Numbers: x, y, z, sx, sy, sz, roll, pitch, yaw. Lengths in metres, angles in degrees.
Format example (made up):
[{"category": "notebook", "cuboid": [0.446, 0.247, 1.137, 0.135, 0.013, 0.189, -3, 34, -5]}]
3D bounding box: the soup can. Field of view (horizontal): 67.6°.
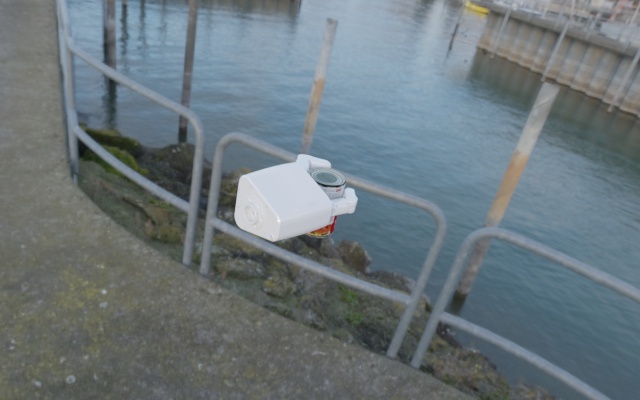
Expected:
[{"category": "soup can", "cuboid": [0.001, 0.002, 0.812, 0.068, 0.102, 0.068, 10, 29, -5]}]
